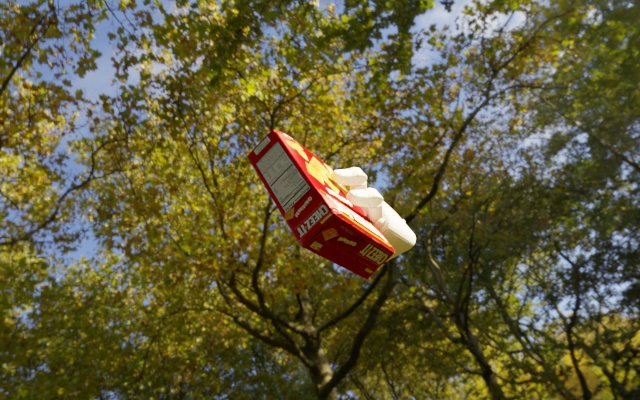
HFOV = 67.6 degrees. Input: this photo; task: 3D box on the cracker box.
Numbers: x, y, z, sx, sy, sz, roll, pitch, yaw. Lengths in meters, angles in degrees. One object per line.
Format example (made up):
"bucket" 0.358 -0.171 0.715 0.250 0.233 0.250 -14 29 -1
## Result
"cracker box" 0.000 0.002 0.723 0.164 0.072 0.213 32 16 -46
